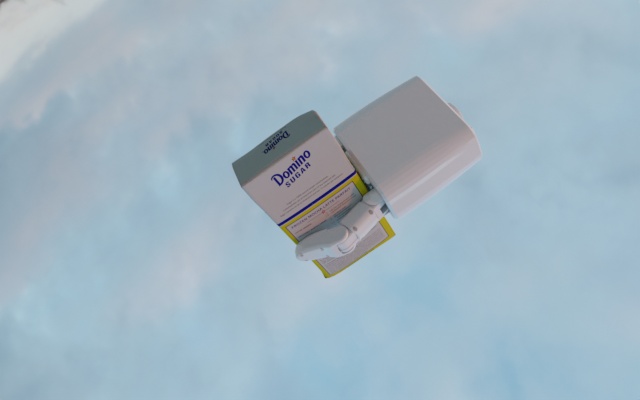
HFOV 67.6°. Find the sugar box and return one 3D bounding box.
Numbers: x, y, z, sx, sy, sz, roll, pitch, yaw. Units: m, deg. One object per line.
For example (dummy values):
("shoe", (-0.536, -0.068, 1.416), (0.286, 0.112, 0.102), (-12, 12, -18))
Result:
("sugar box", (0.000, 0.001, 0.478), (0.093, 0.176, 0.048), (-34, 42, 3))
